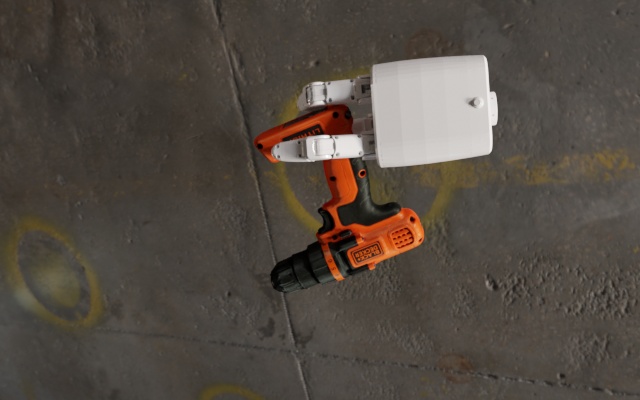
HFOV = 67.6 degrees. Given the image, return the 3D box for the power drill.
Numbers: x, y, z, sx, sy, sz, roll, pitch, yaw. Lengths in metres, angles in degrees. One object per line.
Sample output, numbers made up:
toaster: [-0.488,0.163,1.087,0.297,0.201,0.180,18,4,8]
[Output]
power drill: [0.000,0.001,0.527,0.184,0.188,0.057,-23,18,6]
